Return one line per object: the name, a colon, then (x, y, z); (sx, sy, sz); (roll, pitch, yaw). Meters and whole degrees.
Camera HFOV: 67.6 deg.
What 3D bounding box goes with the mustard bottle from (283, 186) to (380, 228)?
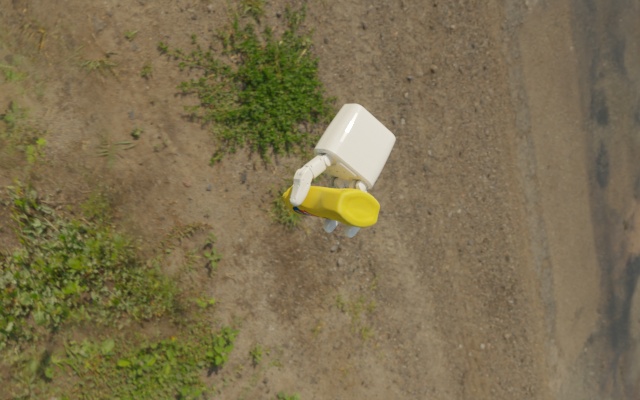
mustard bottle: (0.000, 0.003, 0.809); (0.096, 0.058, 0.191); (14, -3, -42)
